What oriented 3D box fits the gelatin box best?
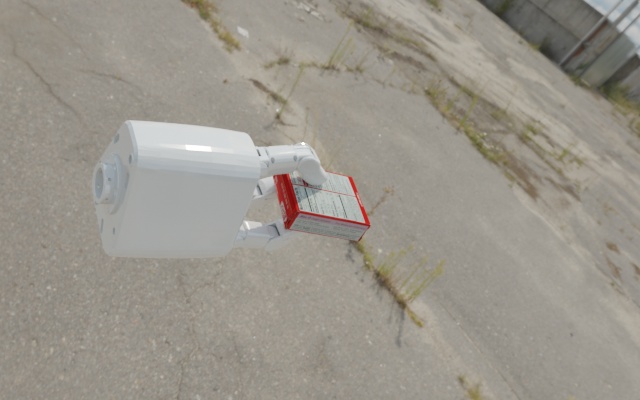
[{"bbox_3d":[0.001,0.001,0.492,0.089,0.073,0.030,11,-49,-28],"label":"gelatin box"}]
